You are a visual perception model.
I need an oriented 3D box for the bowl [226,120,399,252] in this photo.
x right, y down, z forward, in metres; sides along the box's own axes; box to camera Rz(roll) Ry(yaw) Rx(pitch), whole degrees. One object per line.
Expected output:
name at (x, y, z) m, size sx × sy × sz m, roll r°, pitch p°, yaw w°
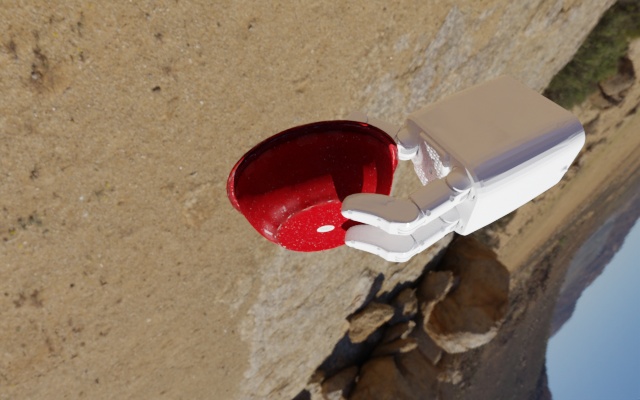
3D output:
bowl at (-0.001, 0.002, 0.428) m, size 0.162 × 0.055 × 0.162 m, roll -11°, pitch -30°, yaw -6°
